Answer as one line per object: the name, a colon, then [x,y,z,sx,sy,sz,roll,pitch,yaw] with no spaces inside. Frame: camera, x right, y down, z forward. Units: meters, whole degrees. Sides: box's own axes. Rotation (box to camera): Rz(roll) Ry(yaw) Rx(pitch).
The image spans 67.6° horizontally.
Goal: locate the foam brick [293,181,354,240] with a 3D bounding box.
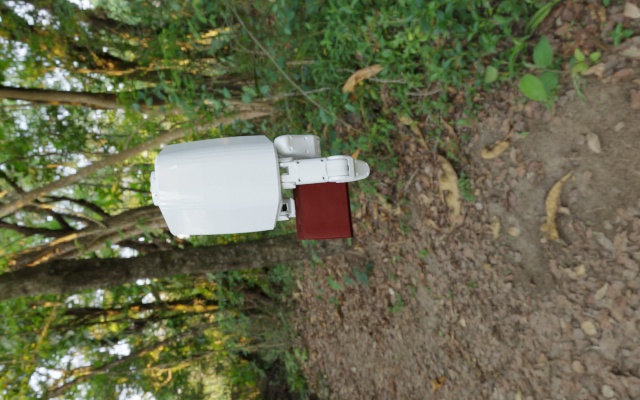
foam brick: [0.000,0.002,0.493,0.051,0.078,0.053,-5,-3,-11]
